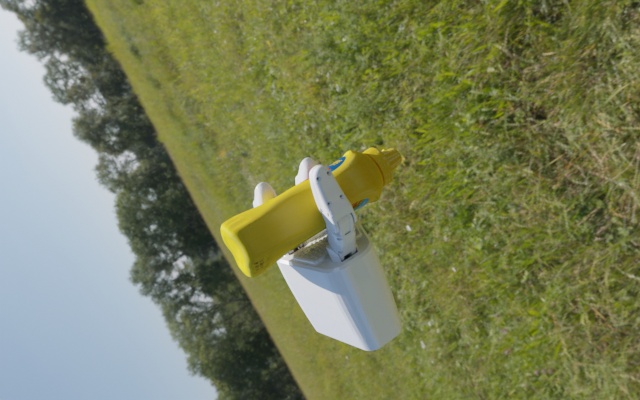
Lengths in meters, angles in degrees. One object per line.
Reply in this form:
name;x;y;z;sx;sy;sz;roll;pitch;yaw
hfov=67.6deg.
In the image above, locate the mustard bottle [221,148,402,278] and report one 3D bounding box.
mustard bottle;0.000;0.001;0.462;0.191;0.058;0.096;-31;-3;-17
